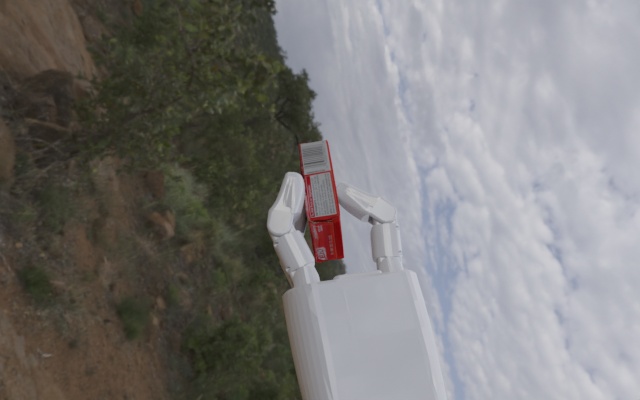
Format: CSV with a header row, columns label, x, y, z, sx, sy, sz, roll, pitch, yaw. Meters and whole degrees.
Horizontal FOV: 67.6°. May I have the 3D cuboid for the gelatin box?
label,x,y,z,sx,sy,sz,roll,pitch,yaw
gelatin box,0.000,0.001,0.442,0.030,0.089,0.073,-8,-34,0
